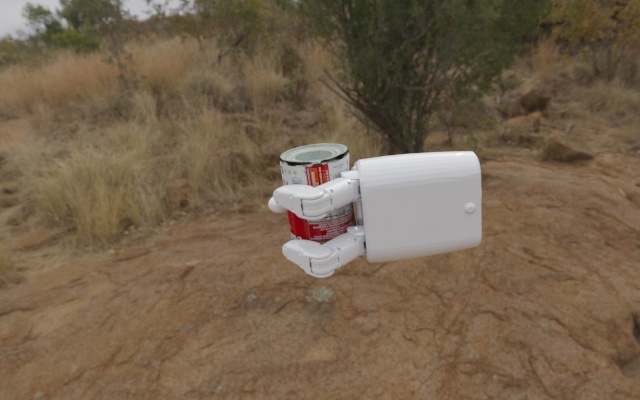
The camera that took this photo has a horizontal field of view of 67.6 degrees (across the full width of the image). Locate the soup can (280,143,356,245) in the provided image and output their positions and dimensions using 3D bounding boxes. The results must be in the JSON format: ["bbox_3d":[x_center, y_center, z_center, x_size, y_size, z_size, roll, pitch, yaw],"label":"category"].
[{"bbox_3d":[0.000,0.001,0.468,0.068,0.102,0.068,-7,20,2],"label":"soup can"}]
